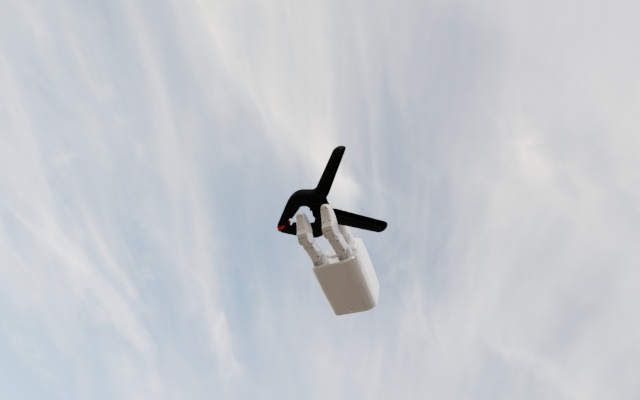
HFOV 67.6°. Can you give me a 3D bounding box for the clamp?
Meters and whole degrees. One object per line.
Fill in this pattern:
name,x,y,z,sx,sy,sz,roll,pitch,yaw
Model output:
clamp,0.000,0.003,0.861,0.210,0.164,0.036,-18,9,31
